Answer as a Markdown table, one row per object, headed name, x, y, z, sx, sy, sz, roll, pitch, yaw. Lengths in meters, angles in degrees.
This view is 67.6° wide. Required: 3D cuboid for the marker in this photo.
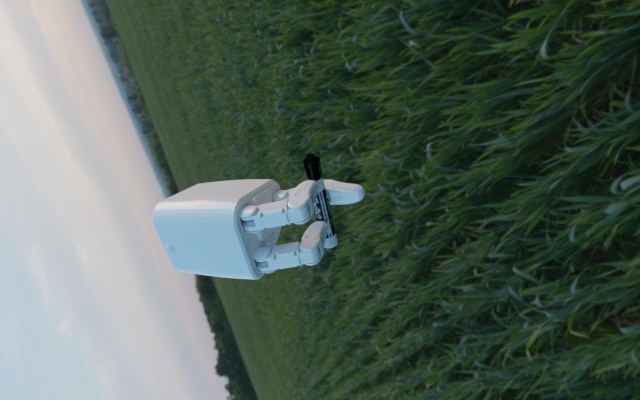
| name | x | y | z | sx | sy | sz | roll | pitch | yaw |
| --- | --- | --- | --- | --- | --- | --- | --- | --- | --- |
| marker | 0.000 | 0.002 | 0.542 | 0.020 | 0.121 | 0.020 | -9 | 32 | 6 |
